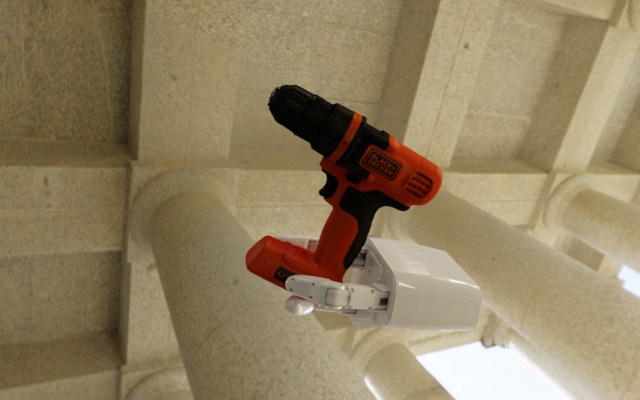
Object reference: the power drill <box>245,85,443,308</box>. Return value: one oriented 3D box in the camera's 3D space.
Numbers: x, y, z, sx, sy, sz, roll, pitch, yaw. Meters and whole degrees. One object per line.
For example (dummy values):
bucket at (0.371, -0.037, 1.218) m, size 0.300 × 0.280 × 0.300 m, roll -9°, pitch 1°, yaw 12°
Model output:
power drill at (0.000, 0.002, 0.474) m, size 0.184 × 0.188 × 0.057 m, roll 29°, pitch 19°, yaw -9°
